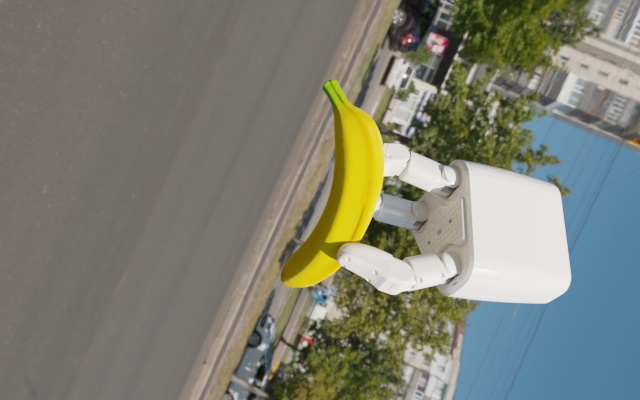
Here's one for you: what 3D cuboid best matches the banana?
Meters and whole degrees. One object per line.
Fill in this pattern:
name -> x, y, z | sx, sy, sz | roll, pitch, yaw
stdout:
banana -> 0.011, 0.008, 0.389 | 0.037, 0.198, 0.069 | -7, 36, -36
